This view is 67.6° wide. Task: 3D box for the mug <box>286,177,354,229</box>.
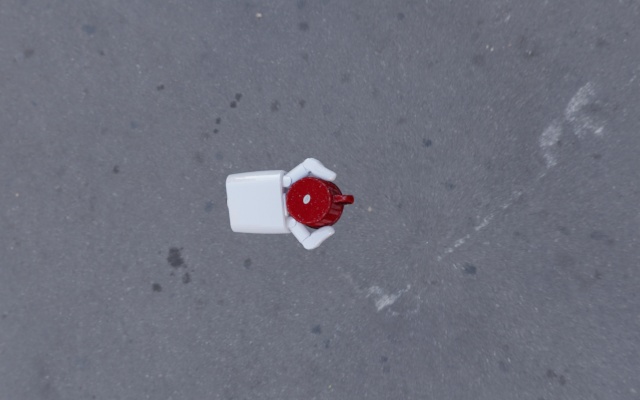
[{"bbox_3d":[0.001,0.003,0.832,0.117,0.093,0.081,-2,-5,14],"label":"mug"}]
